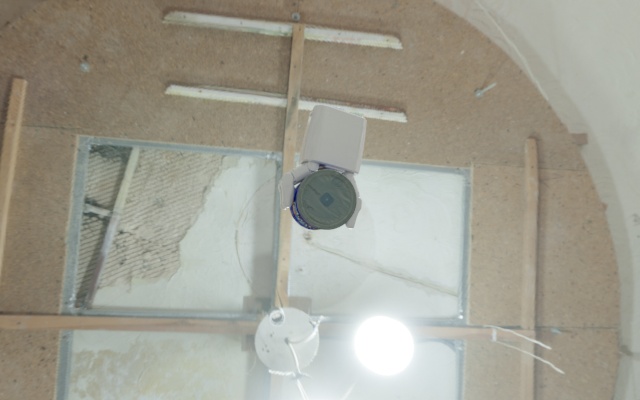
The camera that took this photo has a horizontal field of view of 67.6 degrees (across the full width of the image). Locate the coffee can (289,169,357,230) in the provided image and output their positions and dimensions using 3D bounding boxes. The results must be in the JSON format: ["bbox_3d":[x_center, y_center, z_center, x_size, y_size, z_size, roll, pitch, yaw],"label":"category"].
[{"bbox_3d":[0.000,0.003,0.869,0.103,0.103,0.140,0,-4,-9],"label":"coffee can"}]
